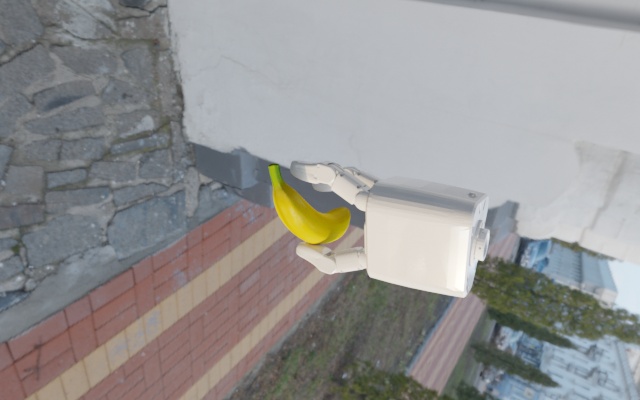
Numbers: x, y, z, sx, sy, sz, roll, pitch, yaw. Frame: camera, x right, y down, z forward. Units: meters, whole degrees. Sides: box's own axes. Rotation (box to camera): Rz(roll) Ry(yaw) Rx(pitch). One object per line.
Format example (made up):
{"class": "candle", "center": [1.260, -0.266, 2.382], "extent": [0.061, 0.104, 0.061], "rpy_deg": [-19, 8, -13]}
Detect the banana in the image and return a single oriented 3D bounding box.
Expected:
{"class": "banana", "center": [-0.004, 0.019, 0.573], "extent": [0.037, 0.069, 0.198], "rpy_deg": [1, -15, 26]}
